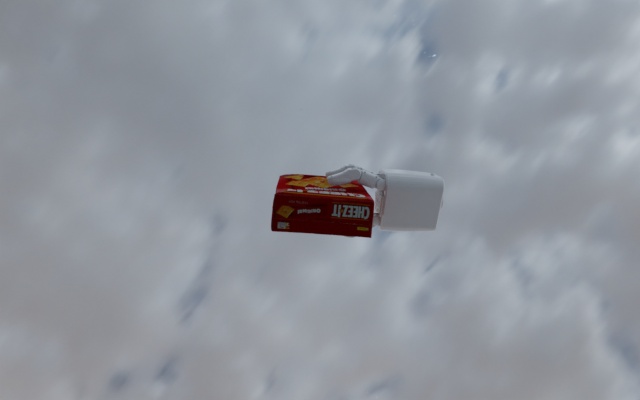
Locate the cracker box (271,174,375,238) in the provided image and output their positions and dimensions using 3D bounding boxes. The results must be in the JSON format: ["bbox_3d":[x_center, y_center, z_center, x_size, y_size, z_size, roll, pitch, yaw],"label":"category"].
[{"bbox_3d":[0.000,0.003,0.860,0.164,0.072,0.213,4,11,-3],"label":"cracker box"}]
